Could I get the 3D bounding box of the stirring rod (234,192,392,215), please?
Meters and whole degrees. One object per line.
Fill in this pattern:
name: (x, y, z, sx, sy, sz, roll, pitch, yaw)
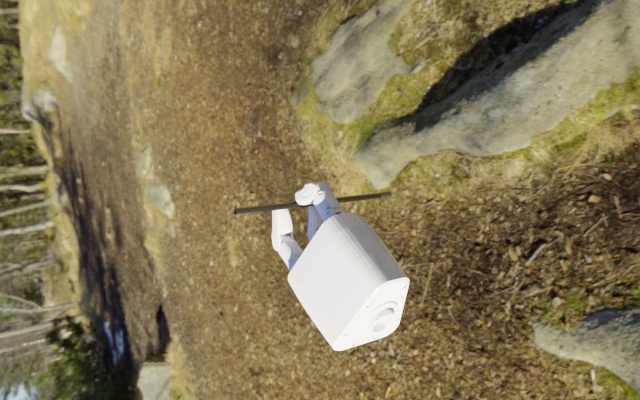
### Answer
stirring rod: (0.000, 0.002, 0.627, 0.239, 0.011, 0.011, -6, 3, -33)
